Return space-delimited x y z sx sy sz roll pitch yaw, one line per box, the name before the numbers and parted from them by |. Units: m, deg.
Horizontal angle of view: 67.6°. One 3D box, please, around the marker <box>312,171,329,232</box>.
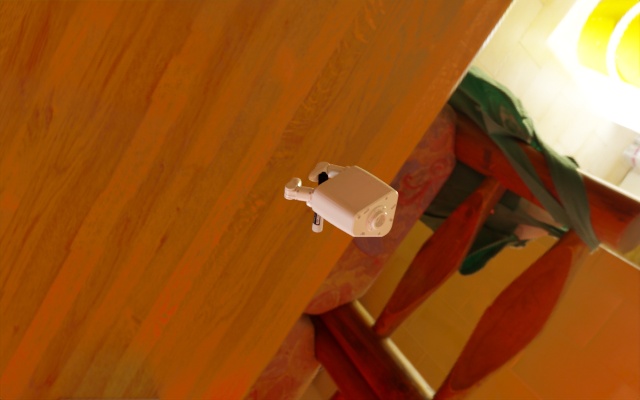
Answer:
marker | 0.000 0.003 0.878 0.020 0.121 0.020 5 28 -3
